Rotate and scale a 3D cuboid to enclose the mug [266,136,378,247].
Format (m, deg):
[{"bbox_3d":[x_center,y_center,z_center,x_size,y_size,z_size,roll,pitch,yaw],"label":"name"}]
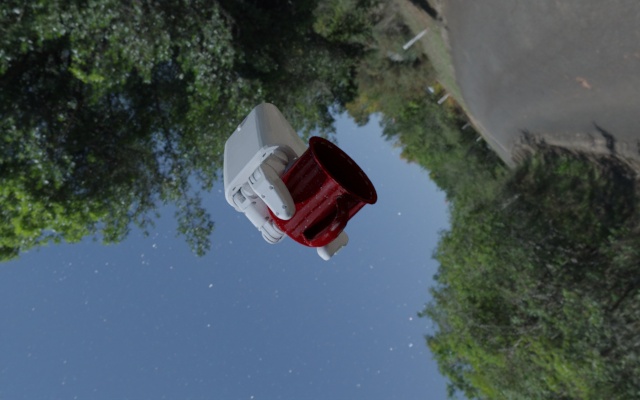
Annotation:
[{"bbox_3d":[0.000,0.003,0.485,0.093,0.081,0.117,31,25,-31],"label":"mug"}]
